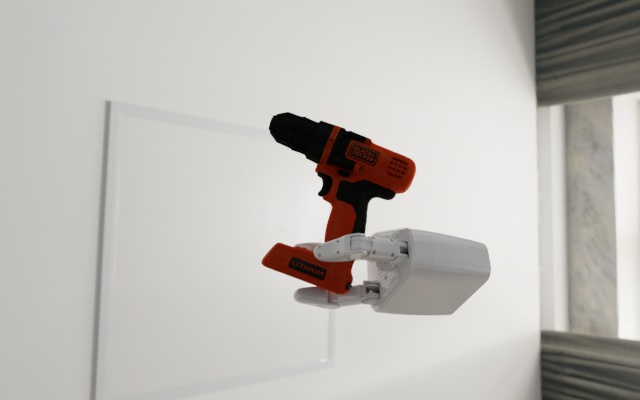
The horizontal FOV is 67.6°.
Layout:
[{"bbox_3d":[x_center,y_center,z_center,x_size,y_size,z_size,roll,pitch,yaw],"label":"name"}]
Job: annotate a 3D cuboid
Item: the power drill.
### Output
[{"bbox_3d":[0.000,0.002,0.559,0.184,0.187,0.057,22,-8,4],"label":"power drill"}]
